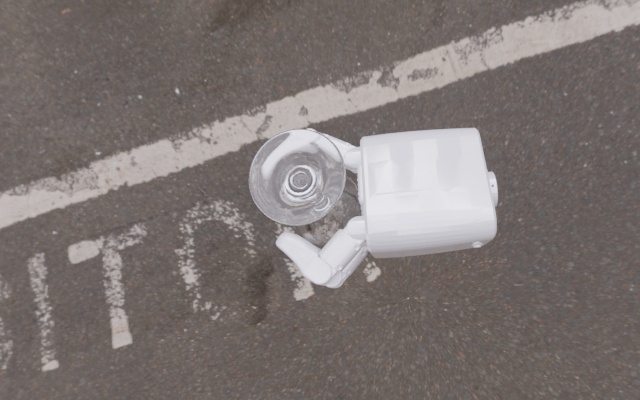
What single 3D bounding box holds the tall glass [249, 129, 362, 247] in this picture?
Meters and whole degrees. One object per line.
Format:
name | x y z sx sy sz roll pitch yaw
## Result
tall glass | 0.000 0.001 0.450 0.079 0.079 0.201 0 -11 10
